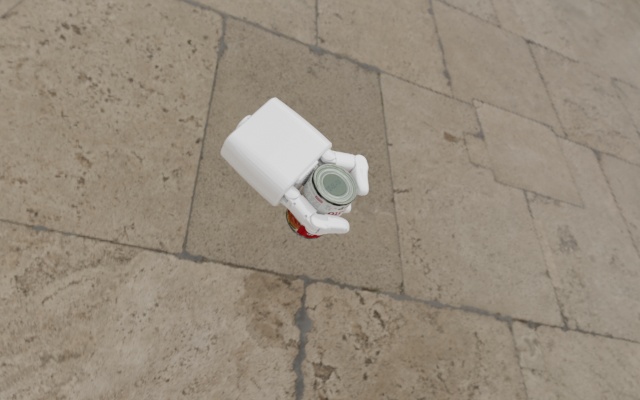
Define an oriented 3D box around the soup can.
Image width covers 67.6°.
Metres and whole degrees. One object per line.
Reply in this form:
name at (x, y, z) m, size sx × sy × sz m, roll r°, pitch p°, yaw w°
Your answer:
soup can at (0.001, 0.002, 0.673) m, size 0.068 × 0.068 × 0.102 m, roll 0°, pitch -30°, yaw -28°
